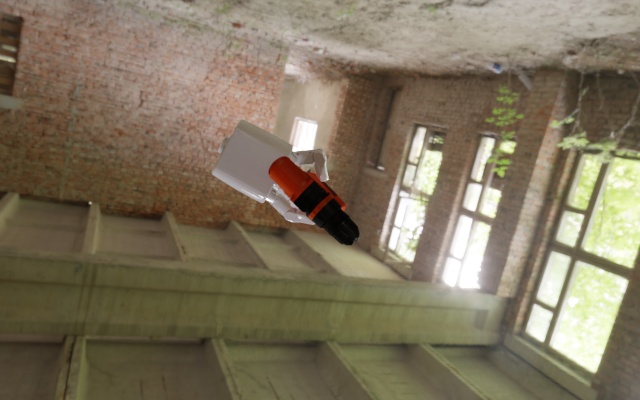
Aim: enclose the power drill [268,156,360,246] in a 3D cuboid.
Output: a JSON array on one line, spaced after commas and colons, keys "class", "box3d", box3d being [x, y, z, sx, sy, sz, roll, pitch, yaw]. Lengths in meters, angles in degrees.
[{"class": "power drill", "box3d": [0.000, 0.003, 0.832, 0.057, 0.184, 0.187, -45, -6, 3]}]
